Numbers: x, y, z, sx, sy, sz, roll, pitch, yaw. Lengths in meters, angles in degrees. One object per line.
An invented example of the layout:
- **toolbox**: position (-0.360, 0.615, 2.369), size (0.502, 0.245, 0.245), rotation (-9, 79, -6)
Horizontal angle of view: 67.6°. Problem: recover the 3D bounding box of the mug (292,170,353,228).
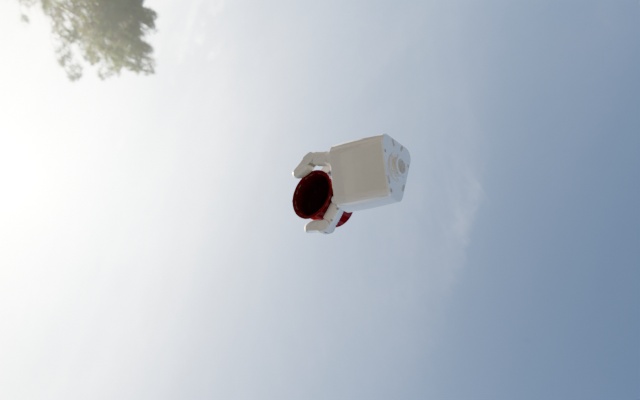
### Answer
- **mug**: position (-0.001, 0.003, 0.885), size (0.117, 0.093, 0.081), rotation (-9, -25, 40)
